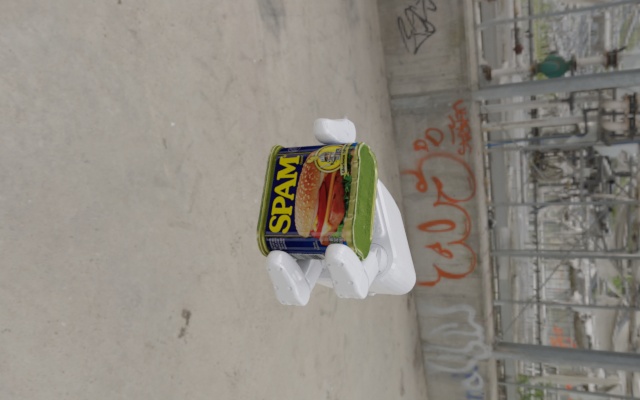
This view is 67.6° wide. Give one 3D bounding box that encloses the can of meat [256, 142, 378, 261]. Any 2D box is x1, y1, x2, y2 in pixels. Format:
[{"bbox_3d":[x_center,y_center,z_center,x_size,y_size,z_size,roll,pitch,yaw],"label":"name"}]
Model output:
[{"bbox_3d":[0.000,0.001,0.408,0.084,0.102,0.057,-1,-20,23],"label":"can of meat"}]
